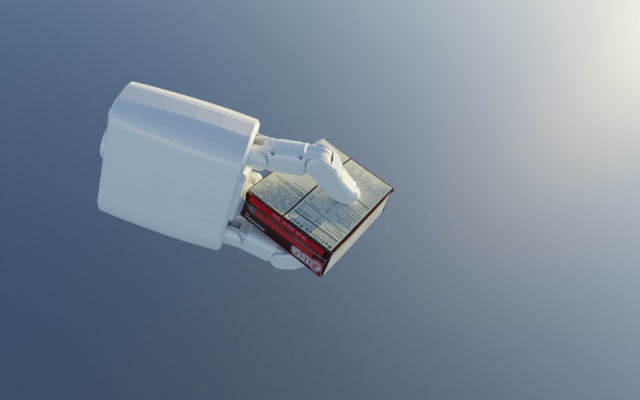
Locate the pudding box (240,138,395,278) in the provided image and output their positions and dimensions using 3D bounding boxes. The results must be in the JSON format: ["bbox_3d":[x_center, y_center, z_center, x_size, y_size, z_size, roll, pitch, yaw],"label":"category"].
[{"bbox_3d":[0.000,0.001,0.422,0.090,0.039,0.113,37,48,13],"label":"pudding box"}]
